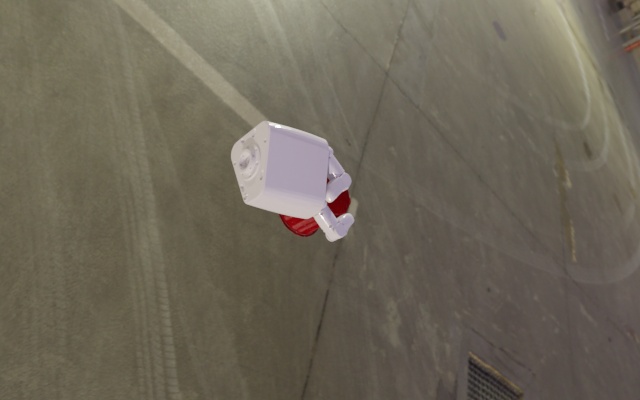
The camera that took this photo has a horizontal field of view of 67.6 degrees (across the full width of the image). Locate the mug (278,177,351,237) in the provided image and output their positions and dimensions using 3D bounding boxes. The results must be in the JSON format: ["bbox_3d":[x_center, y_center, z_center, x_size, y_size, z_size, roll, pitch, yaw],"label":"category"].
[{"bbox_3d":[0.001,0.003,0.758,0.117,0.093,0.081,11,-29,-42],"label":"mug"}]
